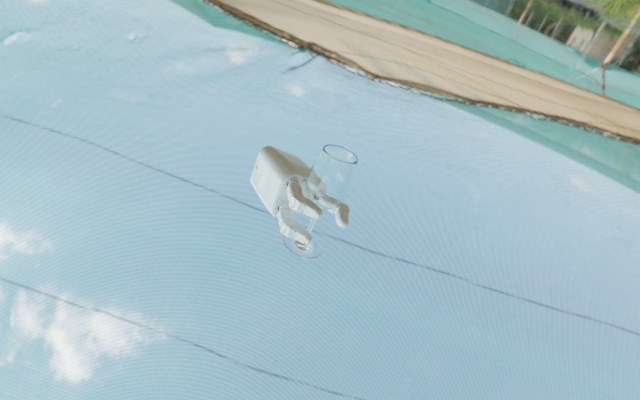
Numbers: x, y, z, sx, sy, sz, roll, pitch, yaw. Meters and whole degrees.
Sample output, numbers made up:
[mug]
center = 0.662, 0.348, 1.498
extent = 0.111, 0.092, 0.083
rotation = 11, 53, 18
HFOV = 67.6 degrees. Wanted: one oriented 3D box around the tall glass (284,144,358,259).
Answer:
[tall glass]
center = 0.000, 0.003, 0.843
extent = 0.079, 0.201, 0.079
rotation = 17, 29, -10
